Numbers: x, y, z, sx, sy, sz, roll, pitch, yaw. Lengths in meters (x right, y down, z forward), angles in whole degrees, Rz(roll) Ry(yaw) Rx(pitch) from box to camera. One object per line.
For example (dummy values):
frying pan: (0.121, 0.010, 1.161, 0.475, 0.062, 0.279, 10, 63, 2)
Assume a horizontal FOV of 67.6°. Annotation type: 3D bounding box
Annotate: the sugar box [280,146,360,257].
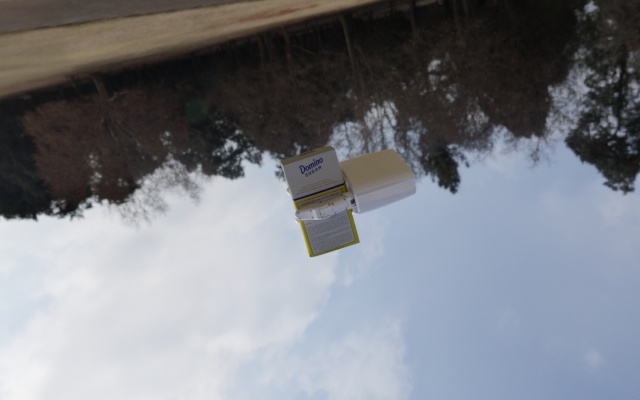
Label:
sugar box: (0.000, 0.003, 0.817, 0.093, 0.176, 0.048, -17, 17, -6)
